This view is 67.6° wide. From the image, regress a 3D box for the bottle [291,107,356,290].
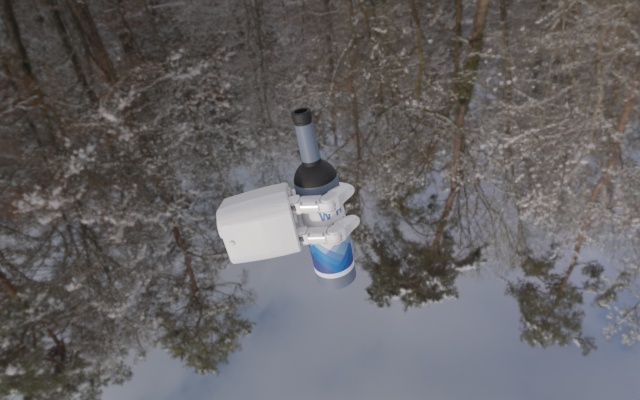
[{"bbox_3d":[0.000,0.003,0.725,0.069,0.296,0.069,-9,30,5],"label":"bottle"}]
